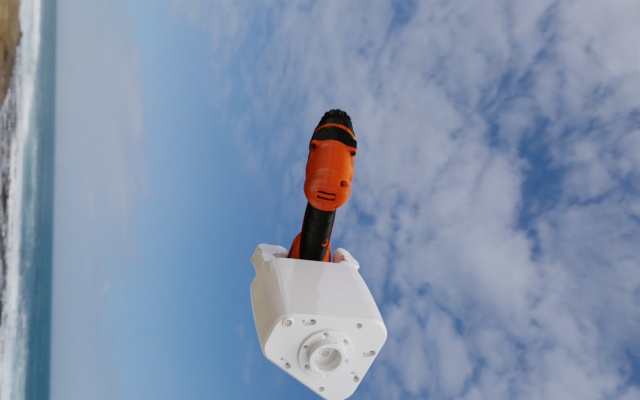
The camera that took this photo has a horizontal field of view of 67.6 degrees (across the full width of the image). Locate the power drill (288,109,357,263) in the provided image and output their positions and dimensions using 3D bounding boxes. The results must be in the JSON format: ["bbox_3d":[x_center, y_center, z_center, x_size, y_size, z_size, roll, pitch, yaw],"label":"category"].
[{"bbox_3d":[0.000,0.002,0.559,0.057,0.188,0.184,11,33,1],"label":"power drill"}]
